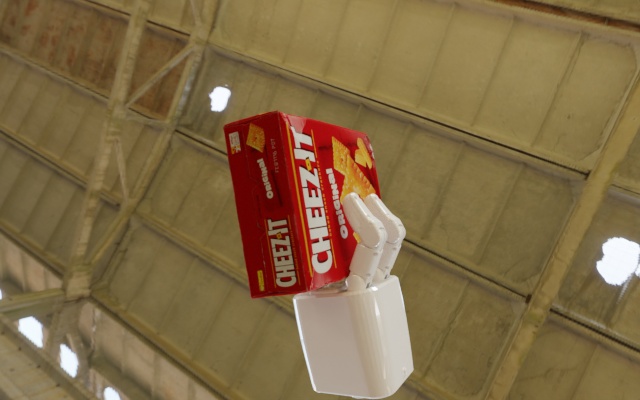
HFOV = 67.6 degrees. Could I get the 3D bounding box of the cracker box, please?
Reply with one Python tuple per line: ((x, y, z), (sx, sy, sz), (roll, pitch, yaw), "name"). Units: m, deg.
((0.000, 0.002, 0.515), (0.072, 0.164, 0.213), (-12, -4, 27), "cracker box")
